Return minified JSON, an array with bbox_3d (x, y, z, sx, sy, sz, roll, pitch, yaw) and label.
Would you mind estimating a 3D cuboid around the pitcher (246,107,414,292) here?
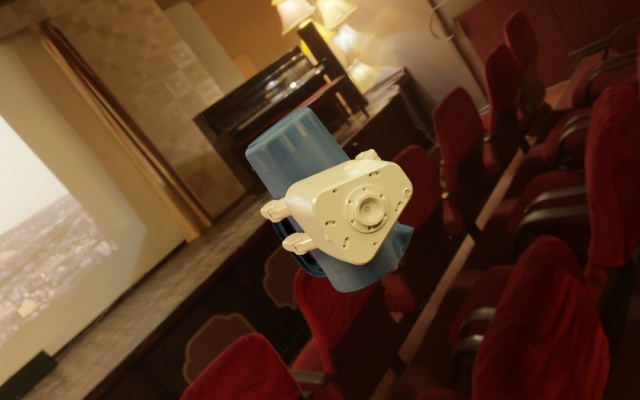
[{"bbox_3d":[0.000,0.002,0.669,0.149,0.243,0.145,-39,14,-10],"label":"pitcher"}]
